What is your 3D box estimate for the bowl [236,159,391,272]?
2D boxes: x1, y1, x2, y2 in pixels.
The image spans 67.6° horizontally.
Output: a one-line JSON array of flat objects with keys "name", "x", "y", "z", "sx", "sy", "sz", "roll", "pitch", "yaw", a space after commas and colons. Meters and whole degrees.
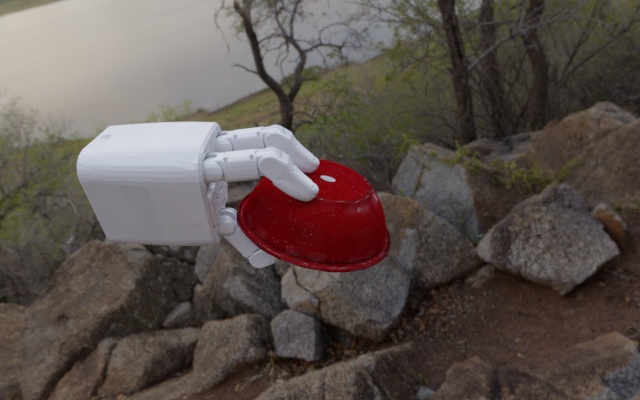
[{"name": "bowl", "x": 0.001, "y": 0.001, "z": 0.480, "sx": 0.162, "sy": 0.055, "sz": 0.162, "roll": 12, "pitch": 27, "yaw": -6}]
